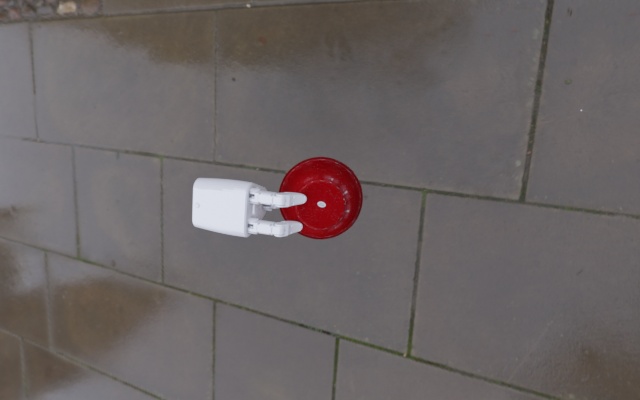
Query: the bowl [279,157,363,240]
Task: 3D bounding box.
[{"bbox_3d":[0.001,0.003,0.883,0.162,0.162,0.055,0,13,0],"label":"bowl"}]
